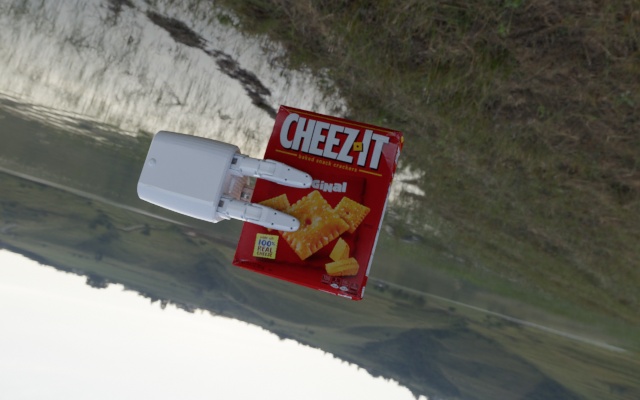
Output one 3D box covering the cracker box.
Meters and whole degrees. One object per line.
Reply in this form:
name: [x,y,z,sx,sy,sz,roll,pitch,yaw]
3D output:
cracker box: [0.000,0.002,0.607,0.164,0.213,0.072,14,-7,9]
